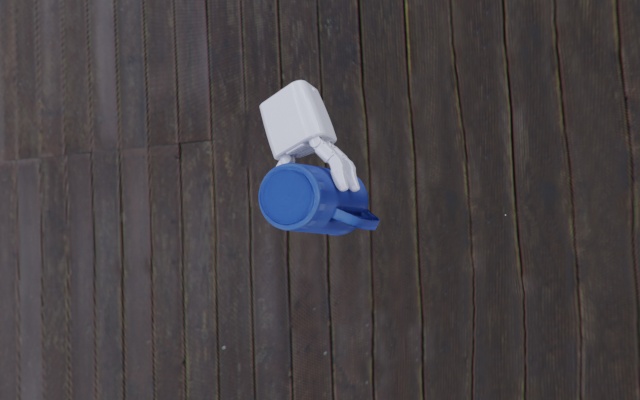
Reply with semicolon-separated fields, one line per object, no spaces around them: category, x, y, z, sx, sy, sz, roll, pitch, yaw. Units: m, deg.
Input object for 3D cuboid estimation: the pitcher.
pitcher;0.000;0.003;0.852;0.149;0.145;0.243;-19;-9;20
